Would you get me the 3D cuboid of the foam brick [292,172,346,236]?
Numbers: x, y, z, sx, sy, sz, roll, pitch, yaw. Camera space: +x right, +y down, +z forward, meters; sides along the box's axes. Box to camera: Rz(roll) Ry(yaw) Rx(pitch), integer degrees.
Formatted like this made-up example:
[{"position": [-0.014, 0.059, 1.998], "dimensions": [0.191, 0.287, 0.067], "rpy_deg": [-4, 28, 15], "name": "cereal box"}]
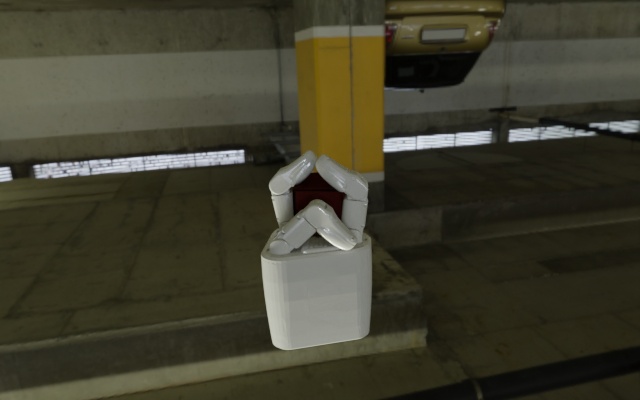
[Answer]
[{"position": [0.000, 0.002, 0.527], "dimensions": [0.053, 0.051, 0.078], "rpy_deg": [-1, 16, 6], "name": "foam brick"}]
